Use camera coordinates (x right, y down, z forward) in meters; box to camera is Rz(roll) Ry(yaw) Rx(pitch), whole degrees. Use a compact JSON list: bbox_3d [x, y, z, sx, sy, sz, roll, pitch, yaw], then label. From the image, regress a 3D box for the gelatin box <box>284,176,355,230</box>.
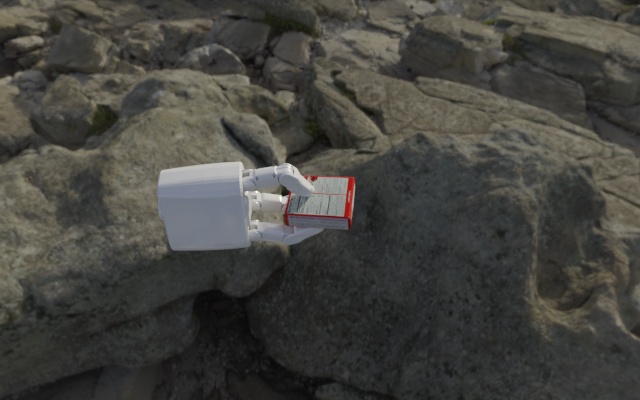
[{"bbox_3d":[0.000,0.002,0.651,0.089,0.073,0.030,2,-41,8],"label":"gelatin box"}]
